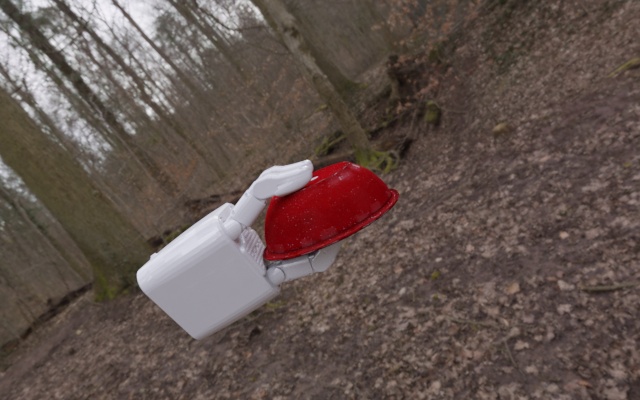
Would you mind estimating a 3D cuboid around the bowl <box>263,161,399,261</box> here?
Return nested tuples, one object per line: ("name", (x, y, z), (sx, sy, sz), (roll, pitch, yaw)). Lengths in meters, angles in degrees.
("bowl", (0.001, 0.001, 0.514), (0.162, 0.055, 0.162), (-24, 10, 5))
